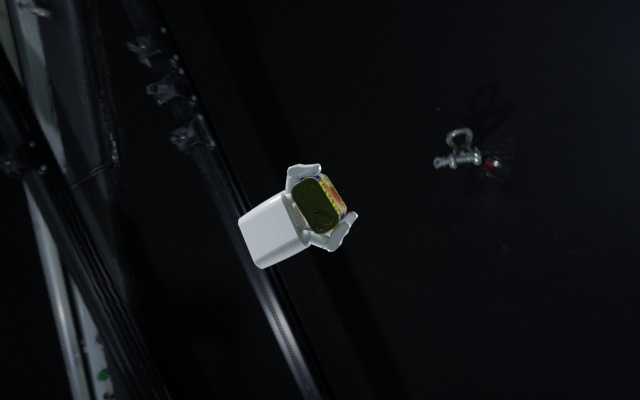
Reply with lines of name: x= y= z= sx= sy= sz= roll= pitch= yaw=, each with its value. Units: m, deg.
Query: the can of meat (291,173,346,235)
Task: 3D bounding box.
can of meat: x=0.000 y=0.003 z=0.871 sx=0.057 sy=0.102 sz=0.084 roll=-31 pitch=2 yaw=17
